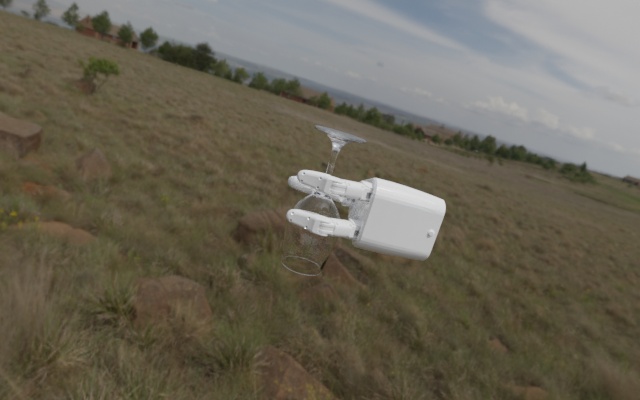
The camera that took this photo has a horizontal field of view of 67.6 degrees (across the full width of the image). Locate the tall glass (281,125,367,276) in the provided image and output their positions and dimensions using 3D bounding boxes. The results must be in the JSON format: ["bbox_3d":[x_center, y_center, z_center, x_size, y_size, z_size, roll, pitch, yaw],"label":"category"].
[{"bbox_3d":[0.000,0.001,0.670,0.079,0.201,0.079,16,13,-4],"label":"tall glass"}]
